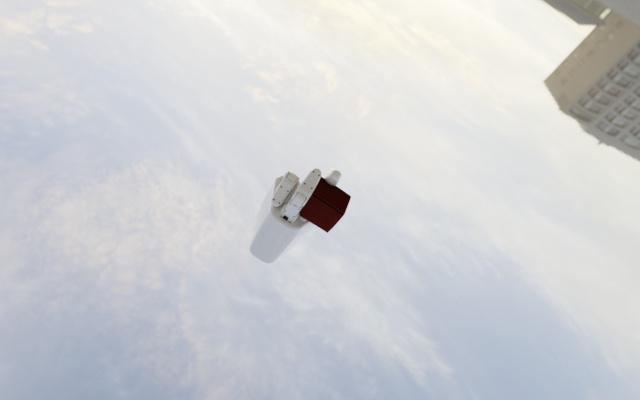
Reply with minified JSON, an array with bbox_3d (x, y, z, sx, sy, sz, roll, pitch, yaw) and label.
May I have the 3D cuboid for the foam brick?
[{"bbox_3d":[0.000,0.003,0.759,0.078,0.051,0.053,33,37,-4],"label":"foam brick"}]
